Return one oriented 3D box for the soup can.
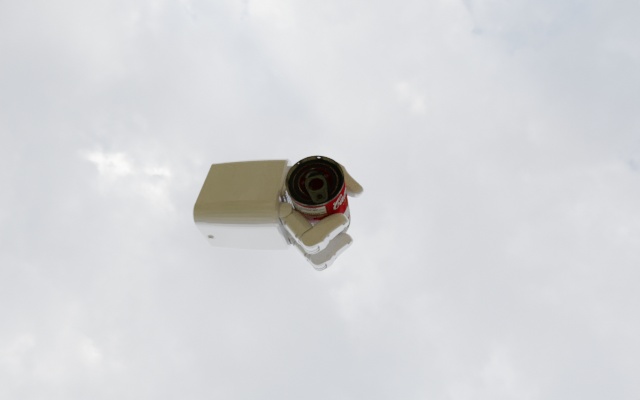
[{"bbox_3d":[0.001,0.002,0.582,0.068,0.068,0.102,0,-30,9],"label":"soup can"}]
